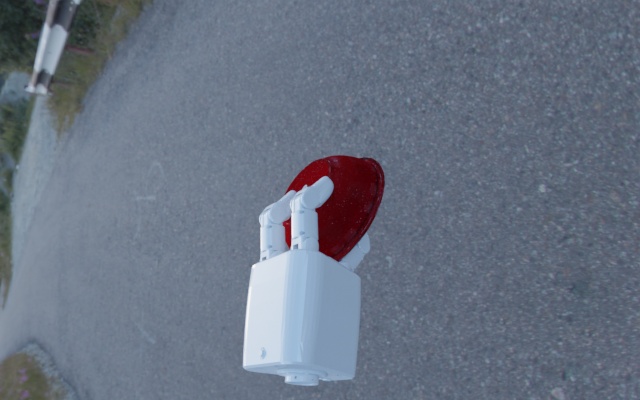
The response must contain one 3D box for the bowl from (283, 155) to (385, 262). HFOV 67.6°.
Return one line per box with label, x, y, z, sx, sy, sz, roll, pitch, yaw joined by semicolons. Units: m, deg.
bowl;0.000;0.001;0.577;0.055;0.162;0.162;35;-18;-26
